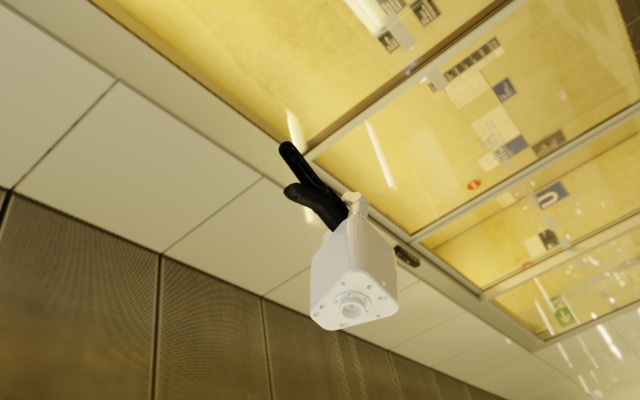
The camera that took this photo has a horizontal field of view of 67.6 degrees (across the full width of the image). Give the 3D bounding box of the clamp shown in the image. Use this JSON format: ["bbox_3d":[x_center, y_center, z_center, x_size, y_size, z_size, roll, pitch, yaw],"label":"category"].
[{"bbox_3d":[0.000,0.003,0.662,0.039,0.171,0.120,-34,26,23],"label":"clamp"}]
